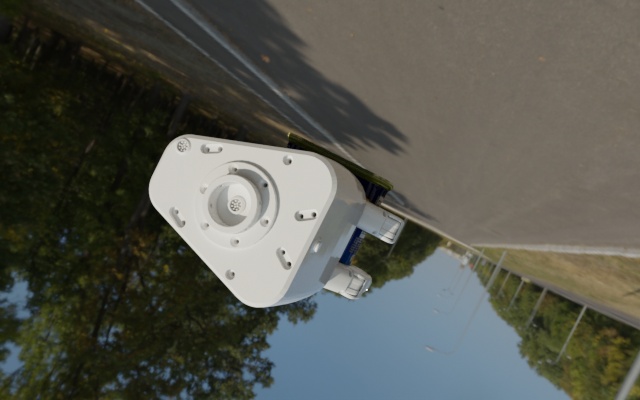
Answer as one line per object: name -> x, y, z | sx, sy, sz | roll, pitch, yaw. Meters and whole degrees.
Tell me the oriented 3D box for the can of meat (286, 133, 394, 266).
can of meat -> 0.000, 0.002, 0.421 | 0.102, 0.084, 0.057 | 27, 1, 9
